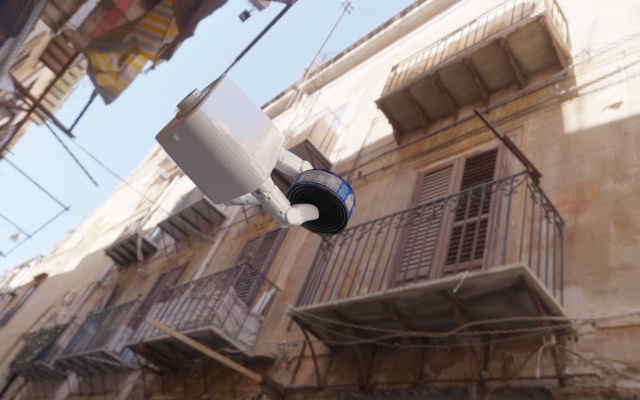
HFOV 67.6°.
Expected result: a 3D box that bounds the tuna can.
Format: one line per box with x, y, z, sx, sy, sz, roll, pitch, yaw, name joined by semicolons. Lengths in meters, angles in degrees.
0.000;0.002;0.602;0.086;0.086;0.033;0;40;29;tuna can
